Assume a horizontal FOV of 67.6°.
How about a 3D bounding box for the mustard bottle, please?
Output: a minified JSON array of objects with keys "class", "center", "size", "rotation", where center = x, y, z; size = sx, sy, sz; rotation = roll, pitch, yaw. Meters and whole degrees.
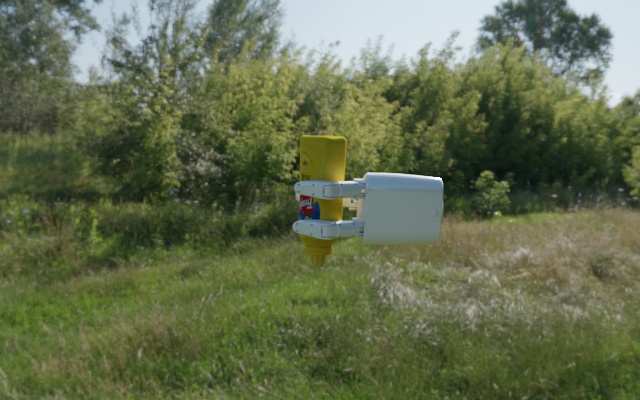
[{"class":"mustard bottle","center":[0.000,0.002,0.695],"size":[0.058,0.191,0.096],"rotation":[-2,10,-25]}]
